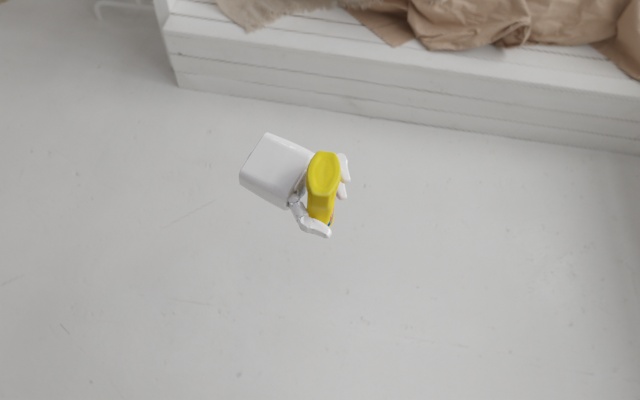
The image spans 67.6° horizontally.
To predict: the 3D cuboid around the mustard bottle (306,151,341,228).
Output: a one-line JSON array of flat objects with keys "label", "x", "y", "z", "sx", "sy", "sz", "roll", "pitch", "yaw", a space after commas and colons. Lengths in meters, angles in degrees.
[{"label": "mustard bottle", "x": 0.000, "y": 0.003, "z": 0.871, "sx": 0.058, "sy": 0.096, "sz": 0.192, "roll": 6, "pitch": -33, "yaw": 0}]
